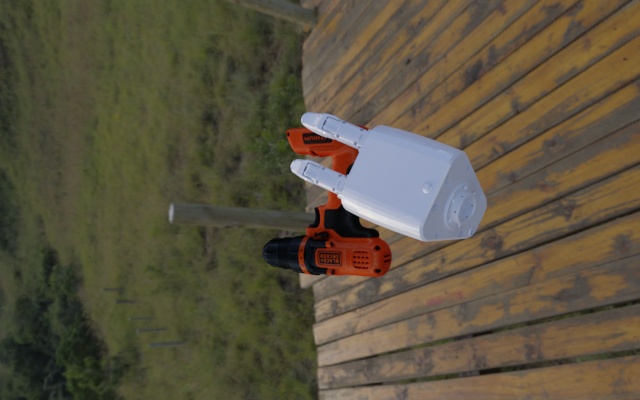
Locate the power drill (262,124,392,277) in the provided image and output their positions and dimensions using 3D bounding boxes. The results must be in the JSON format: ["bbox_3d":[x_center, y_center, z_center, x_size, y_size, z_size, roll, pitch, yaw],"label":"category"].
[{"bbox_3d":[0.000,0.002,0.604,0.184,0.187,0.057,-1,4,31],"label":"power drill"}]
